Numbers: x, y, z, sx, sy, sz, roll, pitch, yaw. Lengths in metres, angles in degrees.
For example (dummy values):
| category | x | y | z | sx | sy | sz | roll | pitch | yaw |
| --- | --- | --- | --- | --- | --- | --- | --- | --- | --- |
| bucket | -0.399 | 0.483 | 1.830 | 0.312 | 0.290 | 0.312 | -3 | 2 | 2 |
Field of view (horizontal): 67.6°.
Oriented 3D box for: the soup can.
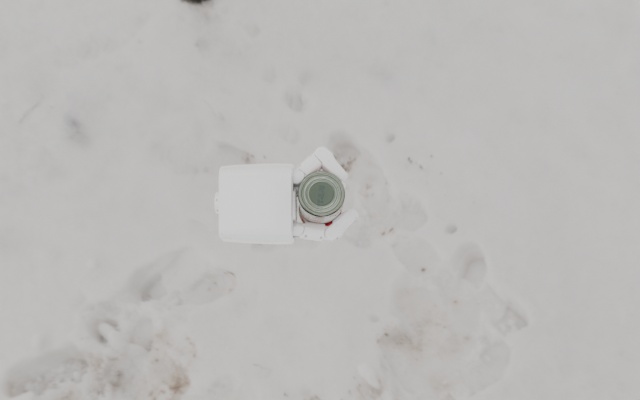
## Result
| category | x | y | z | sx | sy | sz | roll | pitch | yaw |
| --- | --- | --- | --- | --- | --- | --- | --- | --- | --- |
| soup can | 0.001 | 0.002 | 0.706 | 0.068 | 0.068 | 0.102 | 0 | -15 | -1 |
